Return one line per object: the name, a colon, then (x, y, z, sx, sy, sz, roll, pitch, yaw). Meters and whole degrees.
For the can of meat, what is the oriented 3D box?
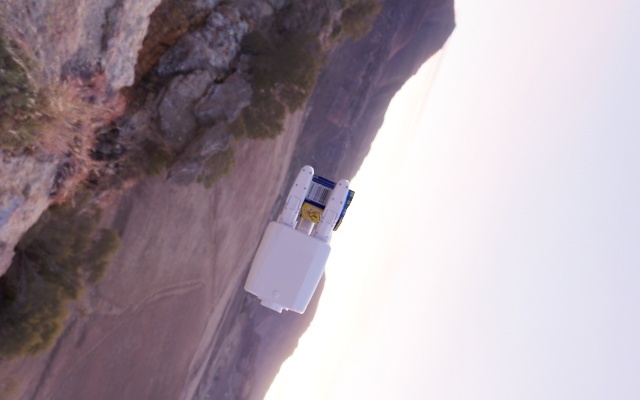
can of meat: (0.000, 0.002, 0.730, 0.084, 0.057, 0.102, 23, -18, 0)
